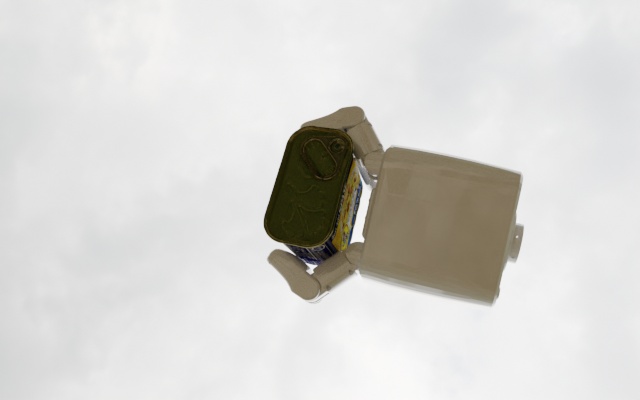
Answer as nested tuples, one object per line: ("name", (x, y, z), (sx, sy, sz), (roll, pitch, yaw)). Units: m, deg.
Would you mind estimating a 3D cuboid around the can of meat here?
("can of meat", (0.000, 0.002, 0.412), (0.057, 0.102, 0.084), (9, -18, 17))
